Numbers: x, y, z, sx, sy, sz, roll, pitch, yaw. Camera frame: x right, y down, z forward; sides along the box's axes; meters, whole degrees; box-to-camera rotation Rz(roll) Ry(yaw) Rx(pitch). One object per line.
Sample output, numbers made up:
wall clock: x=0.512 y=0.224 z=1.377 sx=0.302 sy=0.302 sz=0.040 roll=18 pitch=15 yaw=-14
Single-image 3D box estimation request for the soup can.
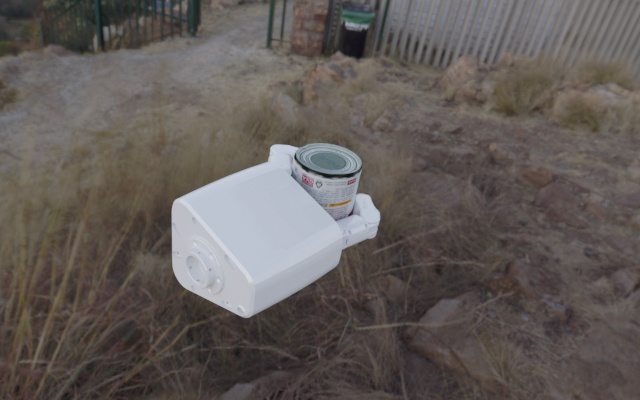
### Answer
soup can: x=0.001 y=0.001 z=0.483 sx=0.068 sy=0.102 sz=0.068 roll=7 pitch=31 yaw=-5
